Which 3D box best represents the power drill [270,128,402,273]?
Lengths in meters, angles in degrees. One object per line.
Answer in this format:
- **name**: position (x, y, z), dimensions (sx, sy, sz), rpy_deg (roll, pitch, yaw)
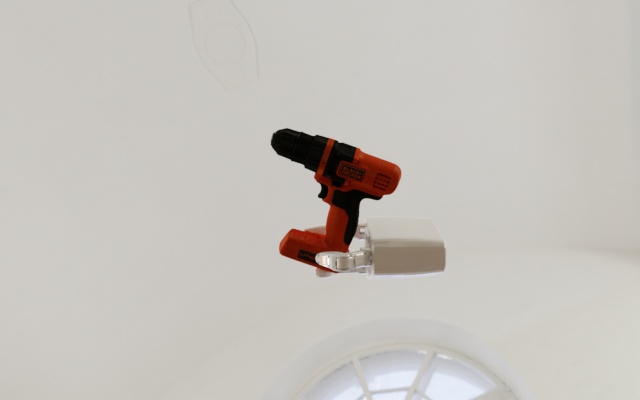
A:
- **power drill**: position (0.000, 0.003, 0.680), dimensions (0.184, 0.188, 0.057), rpy_deg (20, 27, 1)
